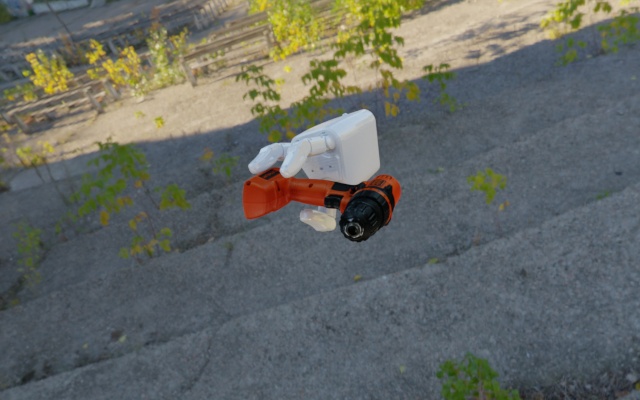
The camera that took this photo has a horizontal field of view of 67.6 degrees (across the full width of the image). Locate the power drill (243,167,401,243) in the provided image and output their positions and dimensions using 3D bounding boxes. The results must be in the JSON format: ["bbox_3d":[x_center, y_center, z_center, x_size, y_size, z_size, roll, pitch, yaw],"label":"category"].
[{"bbox_3d":[0.000,0.002,0.610,0.187,0.057,0.184,7,16,18],"label":"power drill"}]
